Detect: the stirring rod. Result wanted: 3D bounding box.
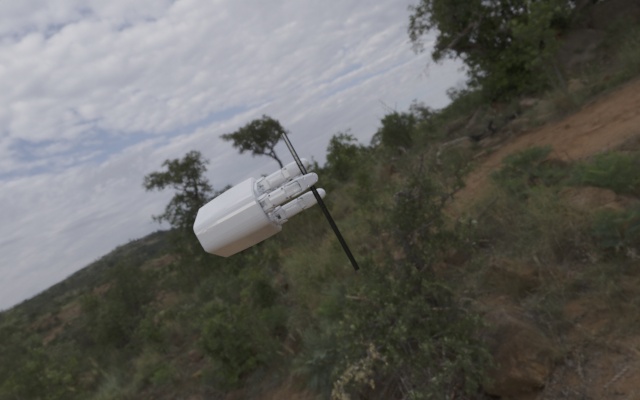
[{"bbox_3d":[0.000,0.003,0.739,0.011,0.239,0.011,-29,3,1],"label":"stirring rod"}]
